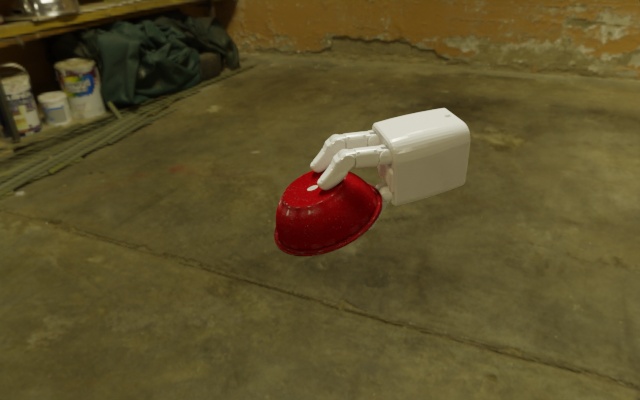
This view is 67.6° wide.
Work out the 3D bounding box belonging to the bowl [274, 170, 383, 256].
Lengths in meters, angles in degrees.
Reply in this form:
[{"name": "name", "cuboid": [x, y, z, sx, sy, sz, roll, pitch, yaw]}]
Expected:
[{"name": "bowl", "cuboid": [-0.001, 0.002, 0.652, 0.162, 0.055, 0.162, -18, 31, 11]}]
